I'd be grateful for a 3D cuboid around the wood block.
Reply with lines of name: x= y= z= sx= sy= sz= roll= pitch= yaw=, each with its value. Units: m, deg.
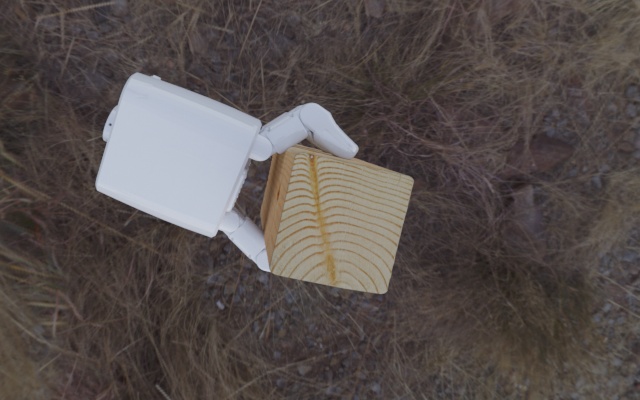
wood block: x=0.000 y=0.002 z=0.436 sx=0.090 sy=0.091 sz=0.206 roll=12 pitch=8 yaw=-10
